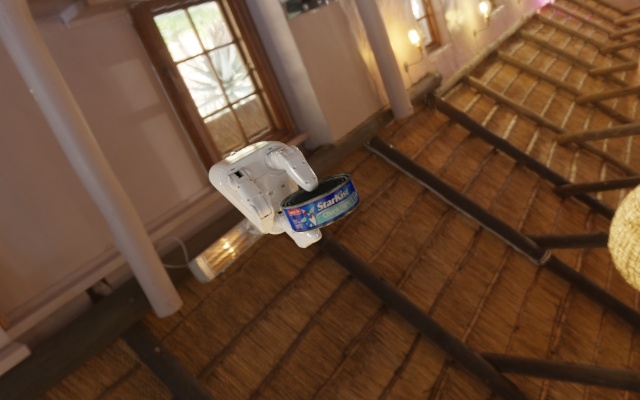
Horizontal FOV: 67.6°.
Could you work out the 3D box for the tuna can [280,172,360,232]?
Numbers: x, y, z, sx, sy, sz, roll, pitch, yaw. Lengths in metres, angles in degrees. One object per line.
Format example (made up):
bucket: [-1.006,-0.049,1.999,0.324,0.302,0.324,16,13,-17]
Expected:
tuna can: [0.000,0.002,0.538,0.086,0.034,0.086,-23,13,6]
